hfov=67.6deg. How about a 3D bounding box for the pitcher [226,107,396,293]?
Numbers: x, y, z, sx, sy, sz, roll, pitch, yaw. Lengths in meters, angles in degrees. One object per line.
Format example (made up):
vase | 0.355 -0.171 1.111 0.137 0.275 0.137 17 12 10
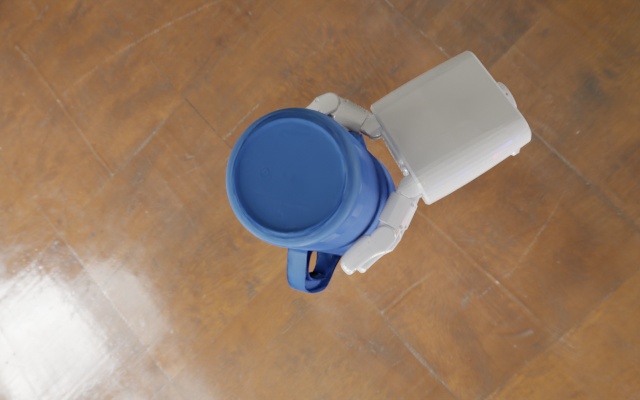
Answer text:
pitcher | 0.000 0.001 0.470 0.145 0.149 0.243 -31 -10 8
